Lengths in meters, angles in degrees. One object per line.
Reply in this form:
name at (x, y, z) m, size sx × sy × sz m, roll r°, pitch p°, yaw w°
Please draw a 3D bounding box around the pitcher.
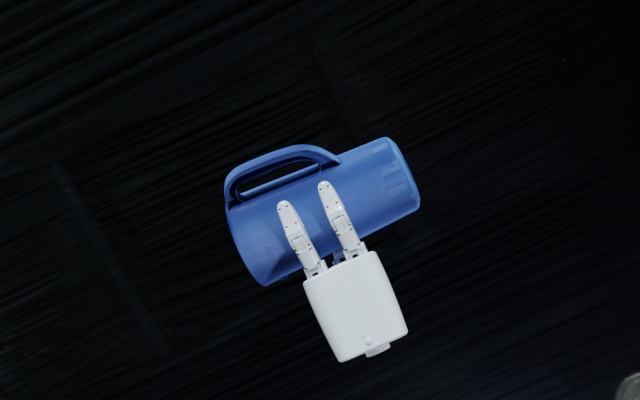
pitcher at (0.000, 0.002, 0.642) m, size 0.243 × 0.145 × 0.149 m, roll -25°, pitch -13°, yaw 4°
